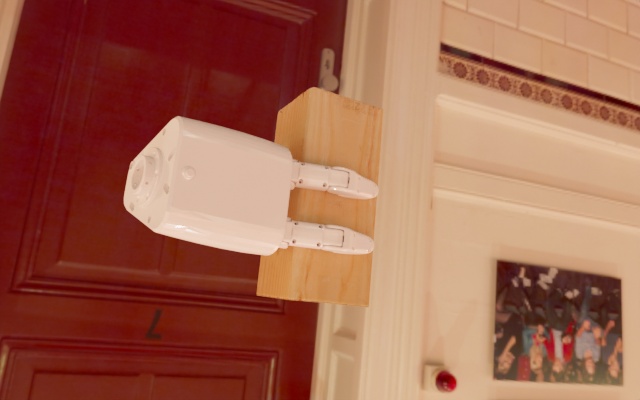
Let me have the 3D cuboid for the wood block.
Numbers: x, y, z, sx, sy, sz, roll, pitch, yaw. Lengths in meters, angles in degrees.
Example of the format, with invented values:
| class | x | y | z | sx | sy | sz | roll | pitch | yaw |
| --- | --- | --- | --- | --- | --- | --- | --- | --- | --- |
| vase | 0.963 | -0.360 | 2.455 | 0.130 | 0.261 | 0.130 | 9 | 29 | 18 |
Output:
| class | x | y | z | sx | sy | sz | roll | pitch | yaw |
| --- | --- | --- | --- | --- | --- | --- | --- | --- | --- |
| wood block | 0.000 | 0.002 | 0.504 | 0.090 | 0.206 | 0.091 | 11 | -12 | -26 |
